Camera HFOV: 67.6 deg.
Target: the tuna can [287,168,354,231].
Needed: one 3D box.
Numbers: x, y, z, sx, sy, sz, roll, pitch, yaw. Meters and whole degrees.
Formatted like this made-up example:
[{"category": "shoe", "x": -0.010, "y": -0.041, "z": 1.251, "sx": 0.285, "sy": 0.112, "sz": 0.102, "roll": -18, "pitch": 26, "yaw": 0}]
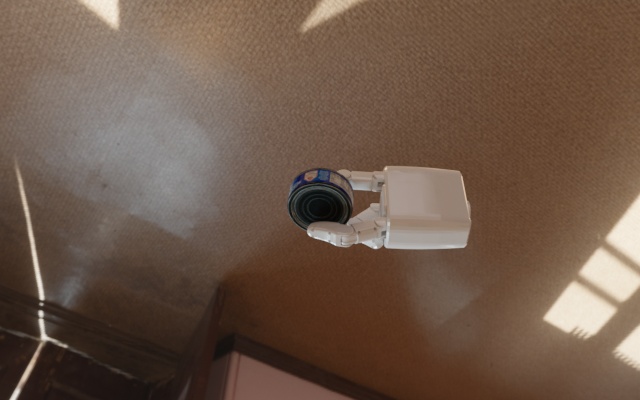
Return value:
[{"category": "tuna can", "x": 0.000, "y": 0.002, "z": 0.620, "sx": 0.086, "sy": 0.086, "sz": 0.033, "roll": 0, "pitch": 37, "yaw": 6}]
